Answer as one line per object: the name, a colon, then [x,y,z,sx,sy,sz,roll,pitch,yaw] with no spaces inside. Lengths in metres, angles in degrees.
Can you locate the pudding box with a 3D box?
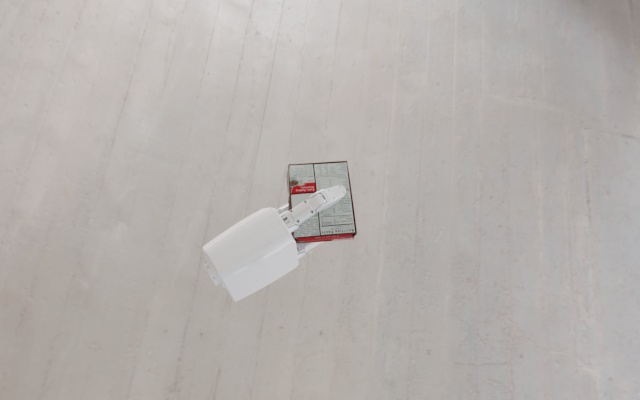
pudding box: [0.000,0.002,0.678,0.090,0.113,0.039,-3,-16,-7]
